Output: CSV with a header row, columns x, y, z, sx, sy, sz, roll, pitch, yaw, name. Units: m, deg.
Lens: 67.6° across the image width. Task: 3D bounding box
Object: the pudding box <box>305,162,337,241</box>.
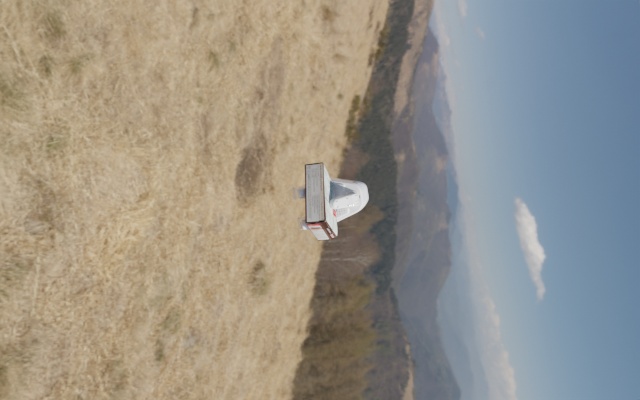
x,y,z,sx,sy,sz,roll,pitch,yaw,name
0.000,0.003,0.832,0.039,0.113,0.090,-9,-25,12,pudding box
